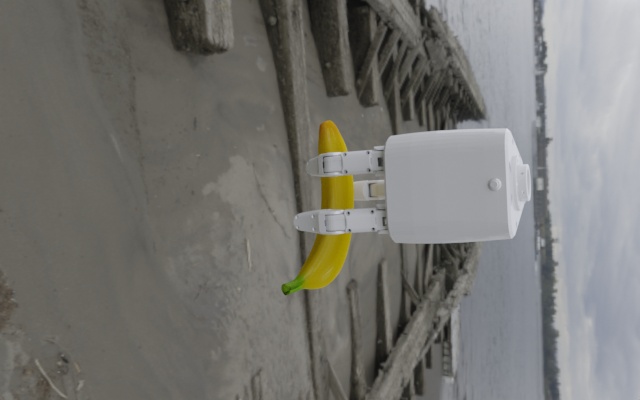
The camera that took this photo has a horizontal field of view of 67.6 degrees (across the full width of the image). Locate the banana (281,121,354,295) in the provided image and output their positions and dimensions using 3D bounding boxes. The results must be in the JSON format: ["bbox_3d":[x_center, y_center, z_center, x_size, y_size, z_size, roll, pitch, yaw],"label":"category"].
[{"bbox_3d":[0.009,0.012,0.518,0.037,0.197,0.070,-3,-24,34],"label":"banana"}]
